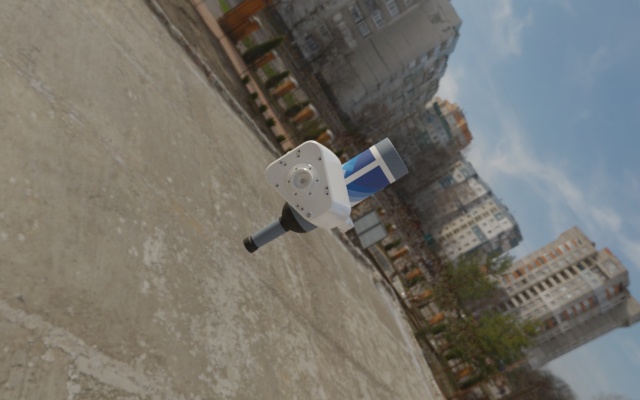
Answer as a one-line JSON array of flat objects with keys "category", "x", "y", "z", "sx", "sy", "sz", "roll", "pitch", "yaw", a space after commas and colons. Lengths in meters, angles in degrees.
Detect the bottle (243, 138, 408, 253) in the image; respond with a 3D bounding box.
[{"category": "bottle", "x": 0.000, "y": 0.002, "z": 0.789, "sx": 0.296, "sy": 0.069, "sz": 0.069, "roll": -31, "pitch": -5, "yaw": 9}]
